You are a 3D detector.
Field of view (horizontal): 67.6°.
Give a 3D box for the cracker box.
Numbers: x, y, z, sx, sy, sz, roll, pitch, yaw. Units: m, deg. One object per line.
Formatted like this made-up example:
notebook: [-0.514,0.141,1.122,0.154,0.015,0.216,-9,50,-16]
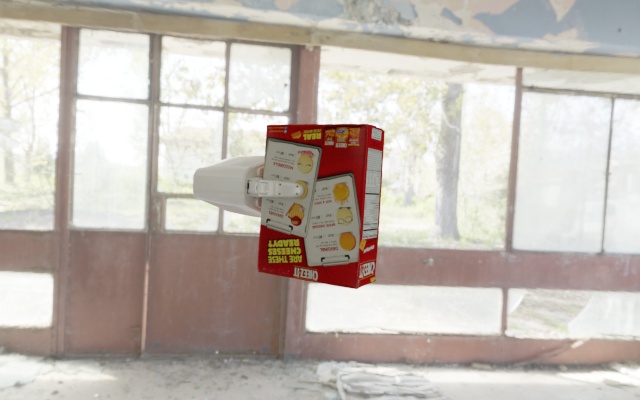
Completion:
cracker box: [0.000,0.002,0.670,0.164,0.213,0.072,5,3,31]
